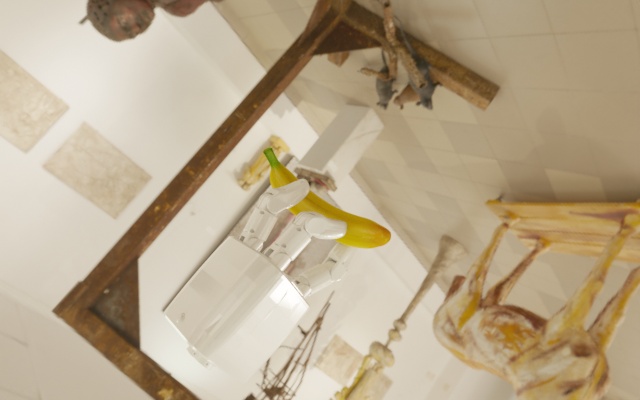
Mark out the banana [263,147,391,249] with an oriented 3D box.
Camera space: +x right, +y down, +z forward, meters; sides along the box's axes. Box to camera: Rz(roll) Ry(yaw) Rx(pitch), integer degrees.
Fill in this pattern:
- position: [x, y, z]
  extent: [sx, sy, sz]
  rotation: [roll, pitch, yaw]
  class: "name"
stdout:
- position: [0.001, 0.011, 0.560]
  extent: [0.197, 0.037, 0.070]
  rotation: [34, -22, 29]
  class: "banana"
